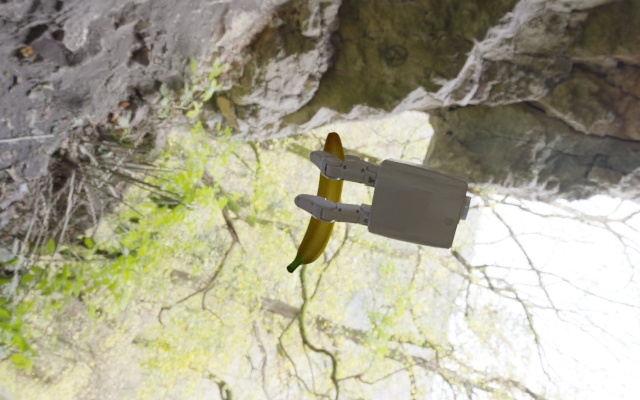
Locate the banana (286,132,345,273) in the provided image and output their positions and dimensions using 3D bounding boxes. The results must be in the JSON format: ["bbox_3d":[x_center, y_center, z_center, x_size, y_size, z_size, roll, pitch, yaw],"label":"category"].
[{"bbox_3d":[0.004,0.006,0.660,0.037,0.198,0.069,16,3,16],"label":"banana"}]
